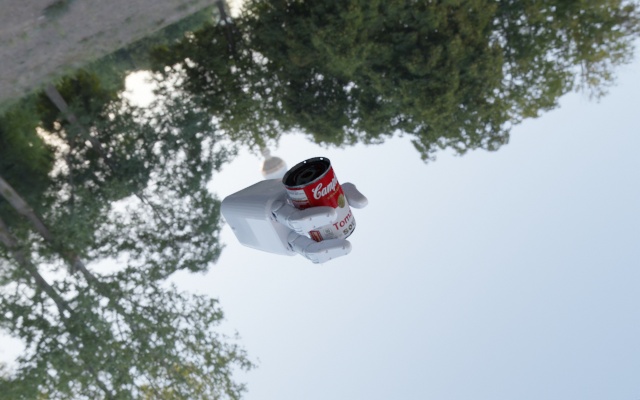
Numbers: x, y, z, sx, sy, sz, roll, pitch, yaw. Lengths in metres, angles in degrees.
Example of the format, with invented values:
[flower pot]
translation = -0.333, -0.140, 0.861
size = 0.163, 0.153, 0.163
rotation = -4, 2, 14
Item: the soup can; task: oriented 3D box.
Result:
[soup can]
translation = 0.001, 0.002, 0.636
size = 0.068, 0.102, 0.068
rotation = -19, 30, 11
